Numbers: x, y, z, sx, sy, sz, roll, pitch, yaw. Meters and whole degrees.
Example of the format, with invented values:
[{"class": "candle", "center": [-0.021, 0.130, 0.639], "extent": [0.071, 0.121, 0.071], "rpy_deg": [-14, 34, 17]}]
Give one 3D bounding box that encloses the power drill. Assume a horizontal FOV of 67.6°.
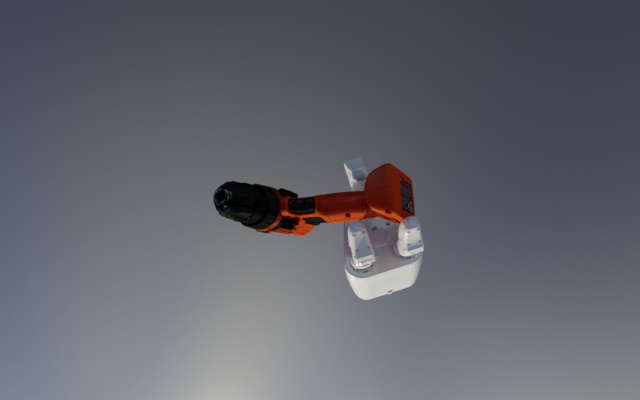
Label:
[{"class": "power drill", "center": [0.001, 0.002, 0.533], "extent": [0.187, 0.057, 0.184], "rpy_deg": [-6, -10, 25]}]
